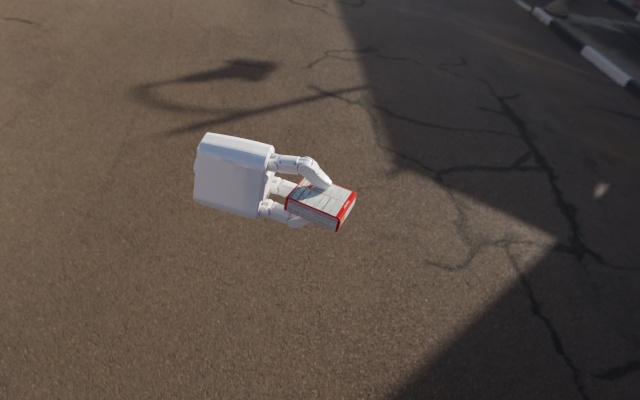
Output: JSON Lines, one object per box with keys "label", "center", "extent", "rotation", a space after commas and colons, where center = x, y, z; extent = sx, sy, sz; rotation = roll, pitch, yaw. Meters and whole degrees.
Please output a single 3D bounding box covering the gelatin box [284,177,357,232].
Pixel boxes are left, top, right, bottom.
{"label": "gelatin box", "center": [0.001, 0.002, 0.720], "extent": [0.089, 0.030, 0.073], "rotation": [21, 39, 13]}
